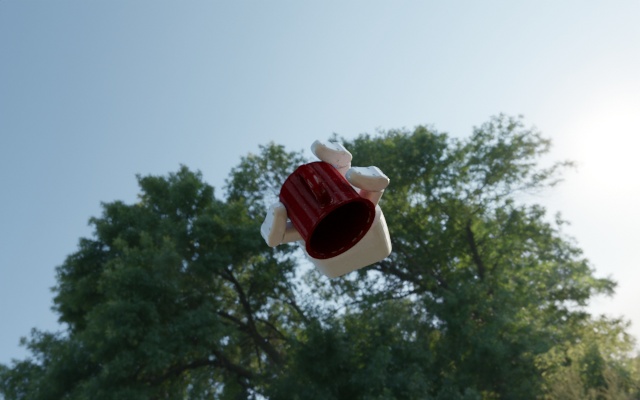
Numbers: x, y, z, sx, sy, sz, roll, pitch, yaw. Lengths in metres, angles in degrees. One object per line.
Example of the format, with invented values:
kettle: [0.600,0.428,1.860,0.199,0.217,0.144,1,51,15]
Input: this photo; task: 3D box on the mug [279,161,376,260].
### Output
mug: [-0.001,0.001,0.548,0.093,0.081,0.117,-36,-36,-4]
